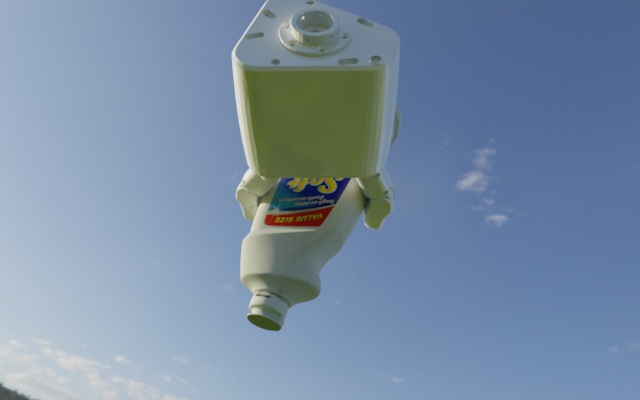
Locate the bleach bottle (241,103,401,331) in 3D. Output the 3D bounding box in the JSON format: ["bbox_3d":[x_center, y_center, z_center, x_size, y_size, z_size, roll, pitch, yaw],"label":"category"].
[{"bbox_3d":[0.000,0.001,0.442,0.102,0.250,0.068,13,-35,10],"label":"bleach bottle"}]
